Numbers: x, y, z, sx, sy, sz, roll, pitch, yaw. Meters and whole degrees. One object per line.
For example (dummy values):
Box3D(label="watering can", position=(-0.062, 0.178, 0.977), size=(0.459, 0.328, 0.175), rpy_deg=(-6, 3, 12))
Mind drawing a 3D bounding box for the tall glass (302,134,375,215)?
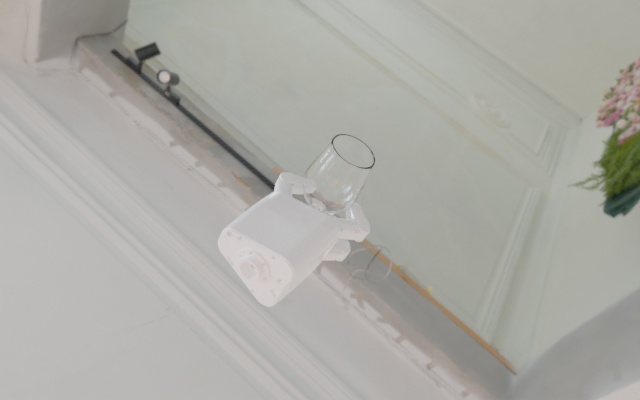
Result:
Box3D(label="tall glass", position=(0.000, 0.003, 0.663), size=(0.079, 0.079, 0.201), rpy_deg=(0, -41, -34))
